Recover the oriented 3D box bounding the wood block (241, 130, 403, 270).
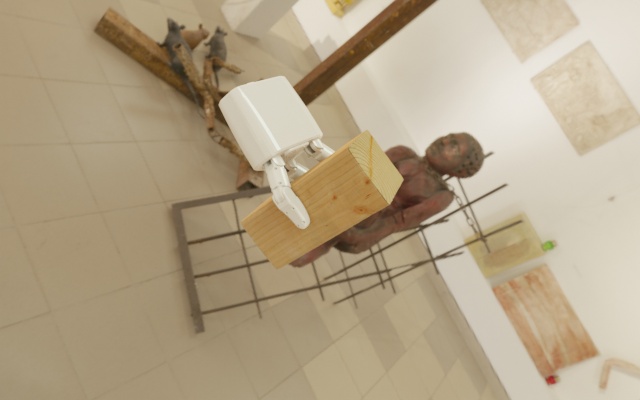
[{"bbox_3d":[0.000,0.002,0.671,0.206,0.090,0.090,-33,7,31],"label":"wood block"}]
